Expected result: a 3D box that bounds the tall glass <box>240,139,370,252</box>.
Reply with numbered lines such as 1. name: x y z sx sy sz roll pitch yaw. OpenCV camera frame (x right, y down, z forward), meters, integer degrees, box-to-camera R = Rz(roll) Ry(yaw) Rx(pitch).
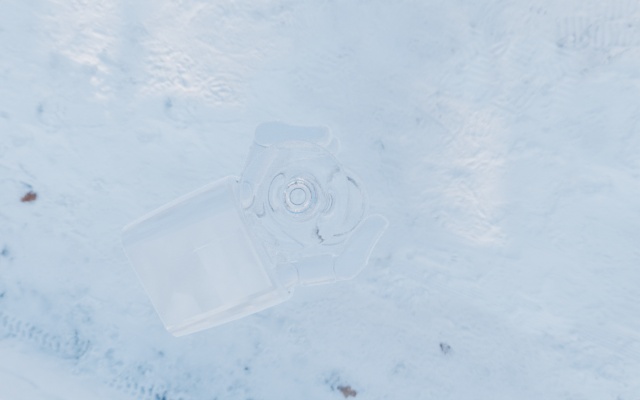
1. tall glass: 0.000 0.001 0.408 0.079 0.079 0.201 0 -3 11
